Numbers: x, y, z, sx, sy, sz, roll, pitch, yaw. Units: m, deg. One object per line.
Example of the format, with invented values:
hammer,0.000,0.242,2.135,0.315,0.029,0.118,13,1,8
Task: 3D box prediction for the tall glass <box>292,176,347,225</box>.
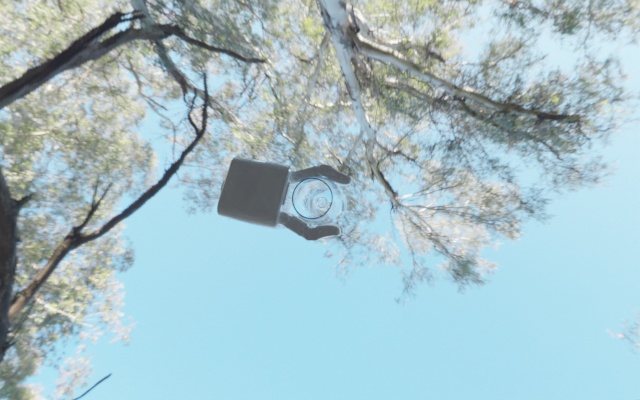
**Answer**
tall glass,0.000,0.003,0.805,0.079,0.079,0.201,0,-3,7
